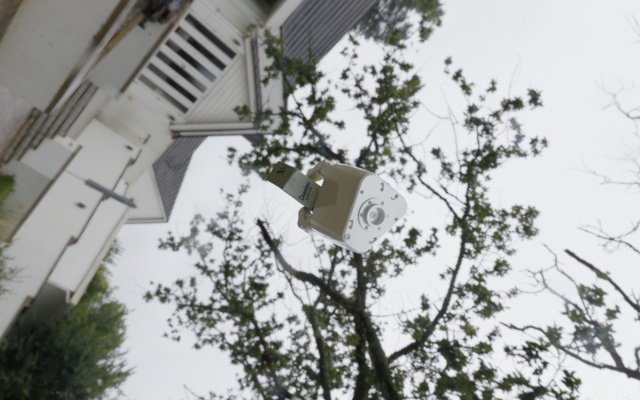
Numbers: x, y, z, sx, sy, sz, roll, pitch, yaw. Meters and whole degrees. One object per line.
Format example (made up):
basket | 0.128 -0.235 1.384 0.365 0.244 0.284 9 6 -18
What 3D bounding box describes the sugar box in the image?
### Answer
sugar box | 0.001 0.002 0.793 0.176 0.048 0.093 38 -4 -26
